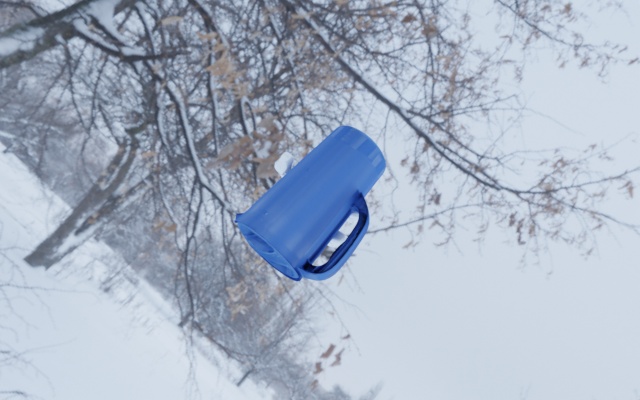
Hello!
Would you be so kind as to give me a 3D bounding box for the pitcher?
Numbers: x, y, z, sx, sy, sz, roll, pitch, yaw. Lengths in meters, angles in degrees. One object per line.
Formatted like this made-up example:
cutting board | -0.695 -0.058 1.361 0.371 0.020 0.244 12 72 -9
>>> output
pitcher | 0.000 0.002 0.745 0.242 0.149 0.145 -47 13 -18
